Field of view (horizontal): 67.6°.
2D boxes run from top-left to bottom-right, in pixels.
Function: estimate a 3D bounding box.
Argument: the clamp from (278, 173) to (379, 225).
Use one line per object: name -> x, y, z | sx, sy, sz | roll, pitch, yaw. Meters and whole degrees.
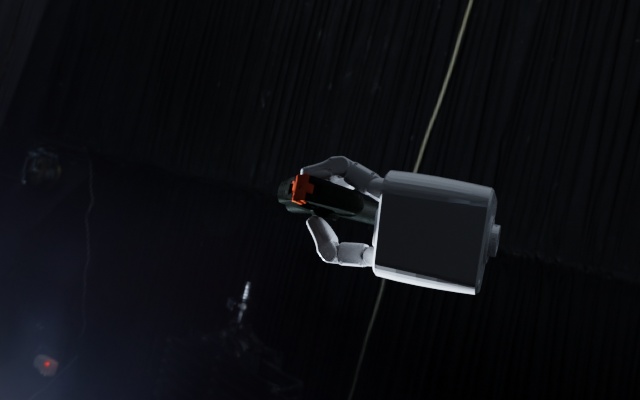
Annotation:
clamp -> 0.000, 0.003, 0.552 | 0.164, 0.036, 0.210 | 7, -6, 24
